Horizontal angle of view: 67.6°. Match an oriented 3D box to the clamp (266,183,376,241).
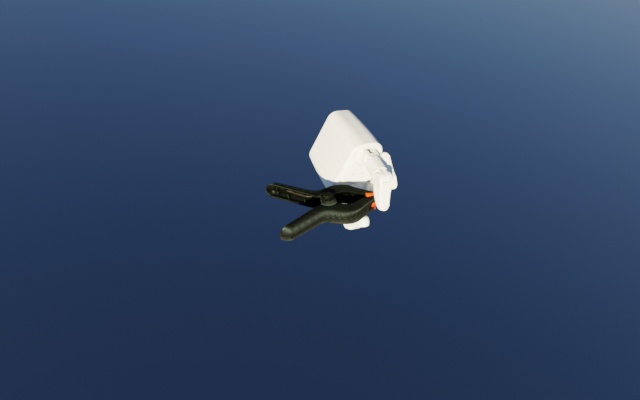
[{"bbox_3d":[0.000,0.002,0.732,0.171,0.039,0.120,-10,47,-24],"label":"clamp"}]
